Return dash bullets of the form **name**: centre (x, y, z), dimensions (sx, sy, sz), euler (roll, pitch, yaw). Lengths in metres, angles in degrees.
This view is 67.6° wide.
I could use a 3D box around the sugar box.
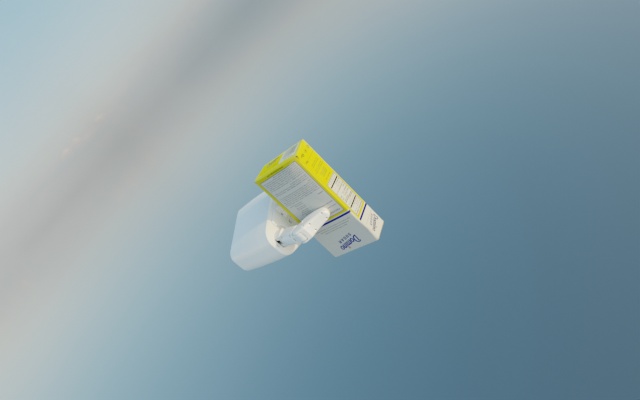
- **sugar box**: centre (0.000, 0.002, 0.694), dimensions (0.093, 0.048, 0.176), euler (-28, -61, 40)
